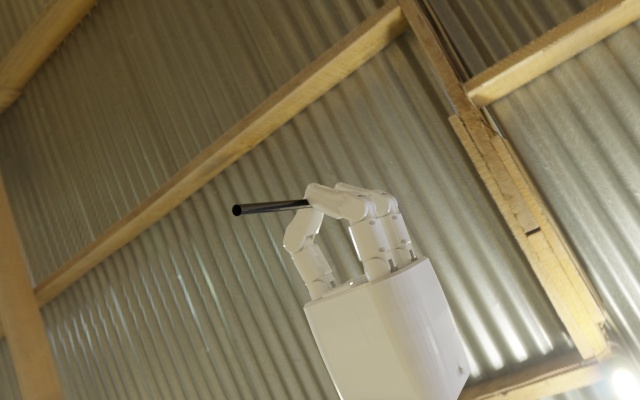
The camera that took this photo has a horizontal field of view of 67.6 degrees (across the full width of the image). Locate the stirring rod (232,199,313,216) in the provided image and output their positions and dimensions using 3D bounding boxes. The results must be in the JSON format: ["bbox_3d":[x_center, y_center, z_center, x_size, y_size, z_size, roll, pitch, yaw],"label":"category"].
[{"bbox_3d":[0.000,0.001,0.422,0.011,0.011,0.239,0,2,27],"label":"stirring rod"}]
